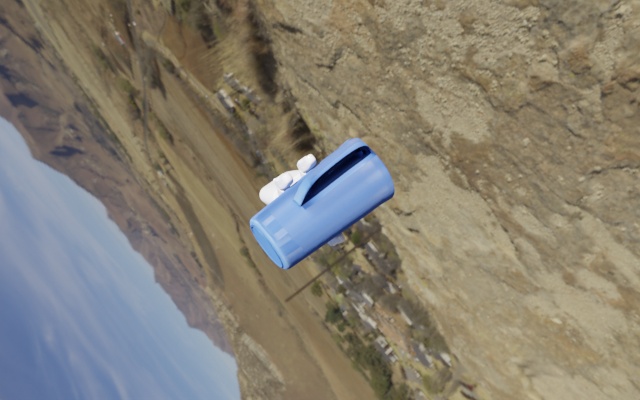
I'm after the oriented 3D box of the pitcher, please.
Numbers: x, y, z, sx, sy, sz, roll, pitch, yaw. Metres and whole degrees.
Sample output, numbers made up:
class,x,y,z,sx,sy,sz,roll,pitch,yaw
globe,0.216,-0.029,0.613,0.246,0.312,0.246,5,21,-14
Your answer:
class,x,y,z,sx,sy,sz,roll,pitch,yaw
pitcher,0.000,0.003,0.831,0.243,0.149,0.145,-37,18,-17
